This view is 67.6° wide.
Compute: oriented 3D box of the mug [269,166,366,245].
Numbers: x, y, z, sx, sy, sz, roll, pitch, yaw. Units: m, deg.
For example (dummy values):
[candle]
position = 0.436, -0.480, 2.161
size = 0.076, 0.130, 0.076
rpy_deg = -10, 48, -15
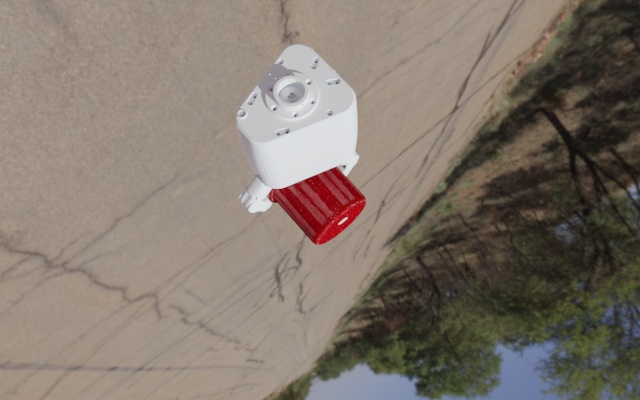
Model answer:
[mug]
position = 0.000, 0.003, 0.580
size = 0.093, 0.081, 0.117
rpy_deg = -39, -16, -10
